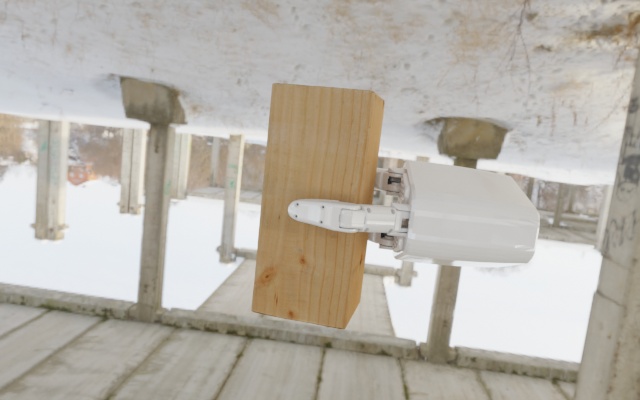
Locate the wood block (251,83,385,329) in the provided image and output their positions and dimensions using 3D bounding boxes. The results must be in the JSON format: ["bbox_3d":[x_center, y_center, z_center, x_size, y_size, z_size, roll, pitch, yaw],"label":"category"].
[{"bbox_3d":[0.000,0.002,0.453,0.090,0.206,0.091,8,7,13],"label":"wood block"}]
